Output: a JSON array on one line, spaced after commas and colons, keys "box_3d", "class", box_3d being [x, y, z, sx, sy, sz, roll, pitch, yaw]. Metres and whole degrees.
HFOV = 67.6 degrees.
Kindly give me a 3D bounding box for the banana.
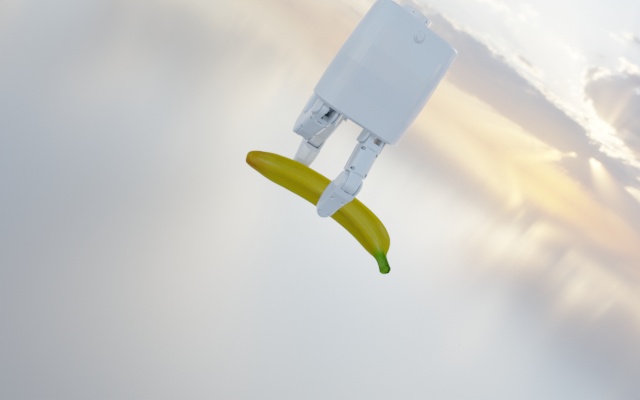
[{"box_3d": [0.007, 0.001, 0.532, 0.198, 0.037, 0.069, 37, 17, 6], "class": "banana"}]
